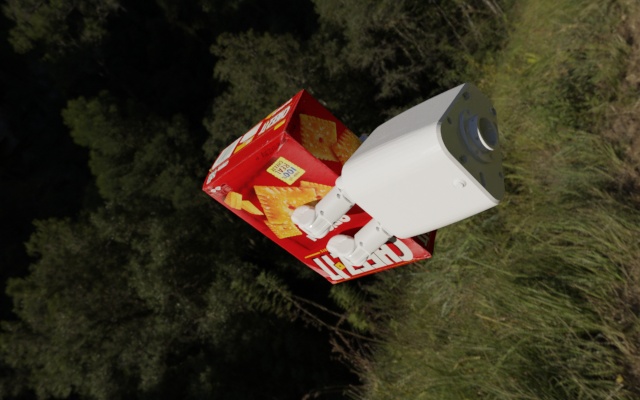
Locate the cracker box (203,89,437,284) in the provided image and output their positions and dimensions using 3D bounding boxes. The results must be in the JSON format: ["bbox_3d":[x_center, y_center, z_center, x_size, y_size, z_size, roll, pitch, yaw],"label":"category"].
[{"bbox_3d":[0.000,0.001,0.531,0.214,0.072,0.164,39,-39,-24],"label":"cracker box"}]
